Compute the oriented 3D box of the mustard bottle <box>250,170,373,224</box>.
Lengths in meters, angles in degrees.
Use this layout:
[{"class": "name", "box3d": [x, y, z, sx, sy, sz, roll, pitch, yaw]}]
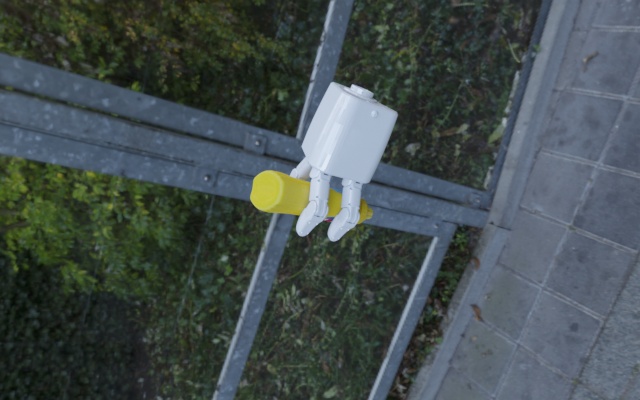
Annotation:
[{"class": "mustard bottle", "box3d": [0.000, 0.003, 0.709, 0.191, 0.058, 0.096, 12, -4, -33]}]
